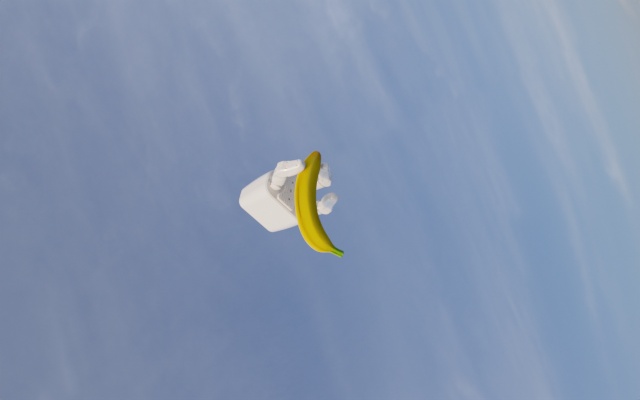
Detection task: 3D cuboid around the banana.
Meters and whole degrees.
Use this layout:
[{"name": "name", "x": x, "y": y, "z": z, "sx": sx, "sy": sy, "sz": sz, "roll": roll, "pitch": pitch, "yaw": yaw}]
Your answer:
[{"name": "banana", "x": -0.014, "y": 0.006, "z": 0.827, "sx": 0.069, "sy": 0.197, "sz": 0.037, "roll": 0, "pitch": -18, "yaw": -39}]
